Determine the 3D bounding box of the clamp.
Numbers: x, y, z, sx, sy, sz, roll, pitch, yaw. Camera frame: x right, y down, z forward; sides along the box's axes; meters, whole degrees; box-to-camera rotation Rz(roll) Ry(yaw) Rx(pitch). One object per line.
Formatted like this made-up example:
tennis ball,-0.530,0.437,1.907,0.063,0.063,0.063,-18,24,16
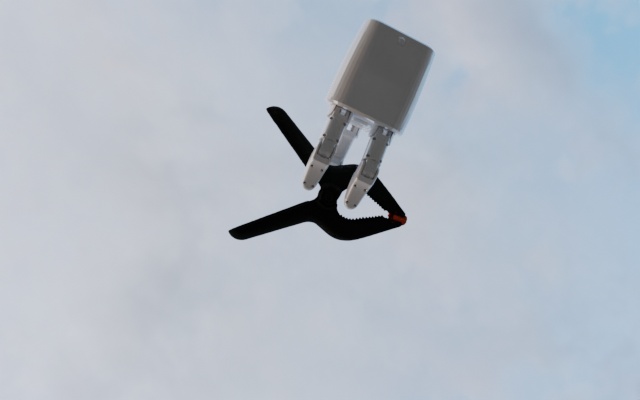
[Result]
clamp,0.001,0.002,0.581,0.210,0.164,0.036,24,5,-8
